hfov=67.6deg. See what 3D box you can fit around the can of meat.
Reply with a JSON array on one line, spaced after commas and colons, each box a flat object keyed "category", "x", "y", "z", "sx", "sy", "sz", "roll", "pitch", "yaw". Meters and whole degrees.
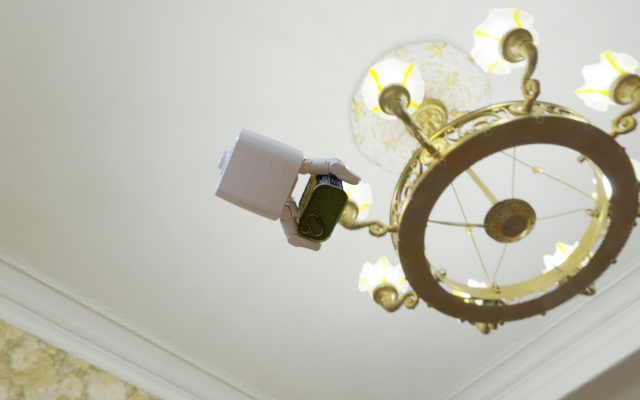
[{"category": "can of meat", "x": 0.000, "y": 0.002, "z": 0.773, "sx": 0.057, "sy": 0.102, "sz": 0.084, "roll": 19, "pitch": 25, "yaw": -13}]
